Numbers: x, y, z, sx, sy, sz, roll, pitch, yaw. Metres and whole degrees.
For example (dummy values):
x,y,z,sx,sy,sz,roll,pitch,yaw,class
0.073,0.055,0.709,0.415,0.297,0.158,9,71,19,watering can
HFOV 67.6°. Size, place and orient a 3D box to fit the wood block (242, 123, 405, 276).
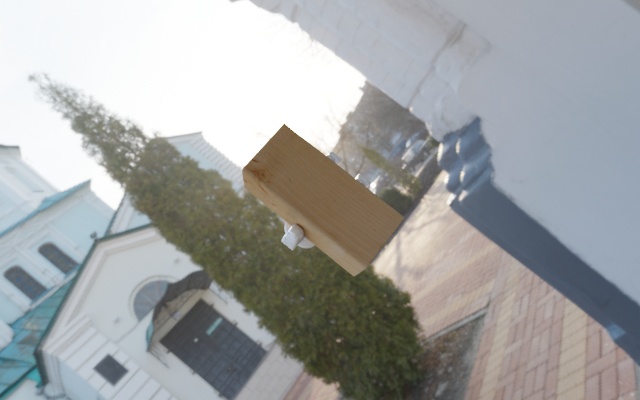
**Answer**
x,y,z,sx,sy,sz,roll,pitch,yaw,class
0.000,0.002,0.665,0.206,0.091,0.090,38,-17,4,wood block
